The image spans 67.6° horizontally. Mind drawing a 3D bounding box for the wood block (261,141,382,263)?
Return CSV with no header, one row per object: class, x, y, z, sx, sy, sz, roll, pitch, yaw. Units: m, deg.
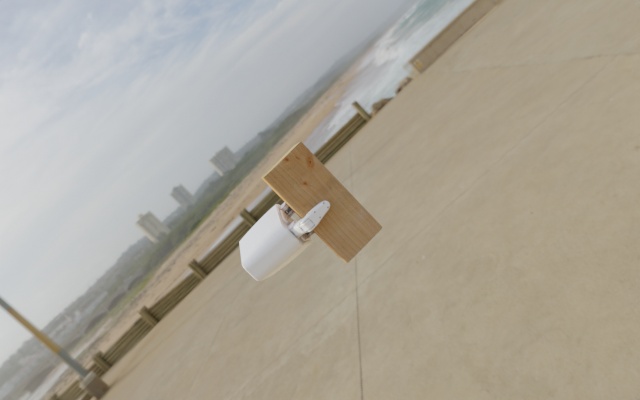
wood block,0.000,0.003,0.850,0.090,0.206,0.091,-45,9,-5
